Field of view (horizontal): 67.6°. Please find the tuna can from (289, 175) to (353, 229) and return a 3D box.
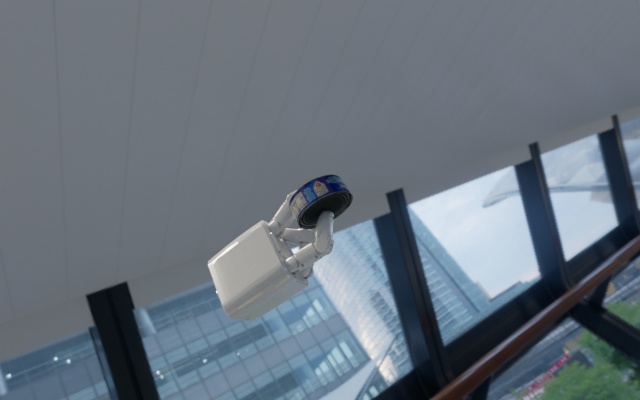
[{"bbox_3d":[0.000,0.002,0.669,0.086,0.033,0.086,-25,-25,-12],"label":"tuna can"}]
